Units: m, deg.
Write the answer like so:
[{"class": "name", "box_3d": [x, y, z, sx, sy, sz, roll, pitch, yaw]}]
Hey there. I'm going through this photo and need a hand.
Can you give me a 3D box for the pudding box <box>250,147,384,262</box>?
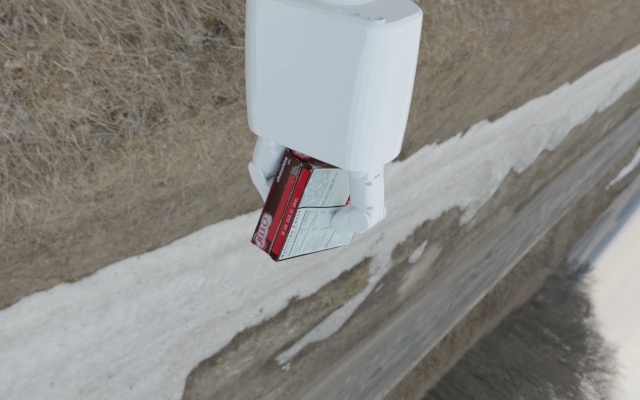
[{"class": "pudding box", "box_3d": [0.000, 0.001, 0.423, 0.039, 0.090, 0.113, 36, 23, 32]}]
